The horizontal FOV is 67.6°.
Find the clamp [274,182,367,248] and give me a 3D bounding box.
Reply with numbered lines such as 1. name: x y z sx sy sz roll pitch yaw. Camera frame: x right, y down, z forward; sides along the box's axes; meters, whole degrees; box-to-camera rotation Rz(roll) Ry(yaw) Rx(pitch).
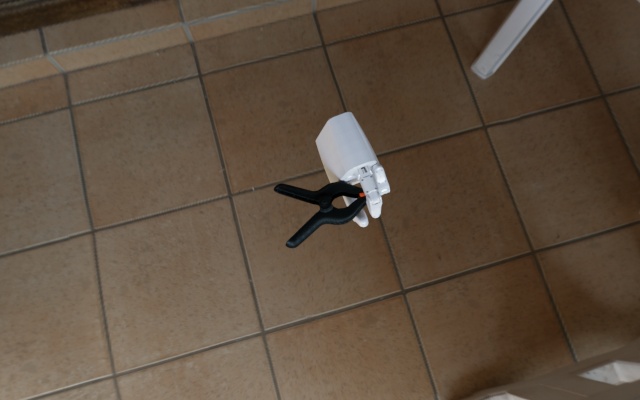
1. clamp: 0.000 0.003 0.850 0.171 0.120 0.039 -21 -13 -6
